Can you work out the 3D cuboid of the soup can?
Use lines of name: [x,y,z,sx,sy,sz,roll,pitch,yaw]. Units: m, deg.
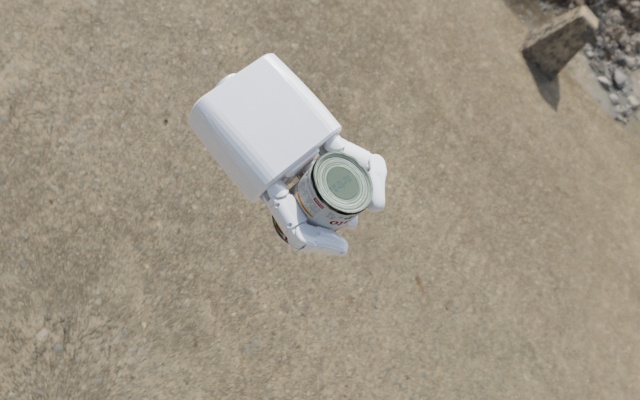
soup can: [0.000,0.002,0.489,0.068,0.068,0.102,0,-23,-29]
